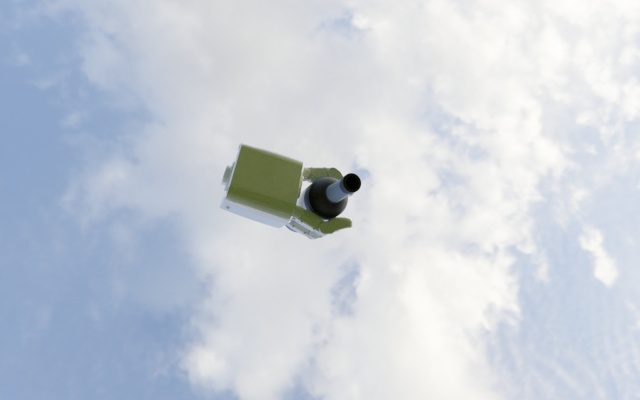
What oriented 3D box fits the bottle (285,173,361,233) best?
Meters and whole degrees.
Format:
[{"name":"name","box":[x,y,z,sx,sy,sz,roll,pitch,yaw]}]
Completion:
[{"name":"bottle","box":[0.000,0.003,0.786,0.069,0.069,0.296,0,-11,-17]}]
